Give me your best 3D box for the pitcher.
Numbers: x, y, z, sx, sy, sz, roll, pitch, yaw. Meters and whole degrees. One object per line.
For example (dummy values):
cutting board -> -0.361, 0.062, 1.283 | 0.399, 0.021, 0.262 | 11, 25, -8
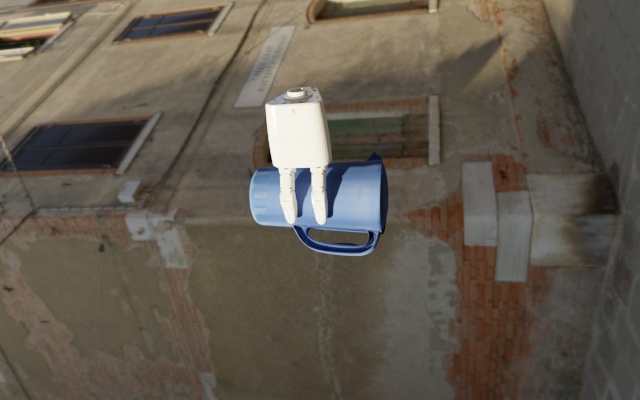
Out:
pitcher -> 0.000, 0.003, 0.864 | 0.243, 0.145, 0.149 | 0, 30, 13
